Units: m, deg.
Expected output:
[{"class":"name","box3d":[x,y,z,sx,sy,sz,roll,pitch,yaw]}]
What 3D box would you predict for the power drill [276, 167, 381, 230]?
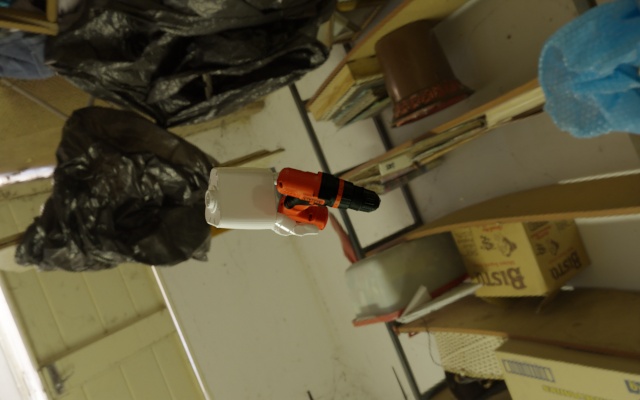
[{"class":"power drill","box3d":[0.000,0.003,0.887,0.184,0.057,0.188,16,-21,-9]}]
